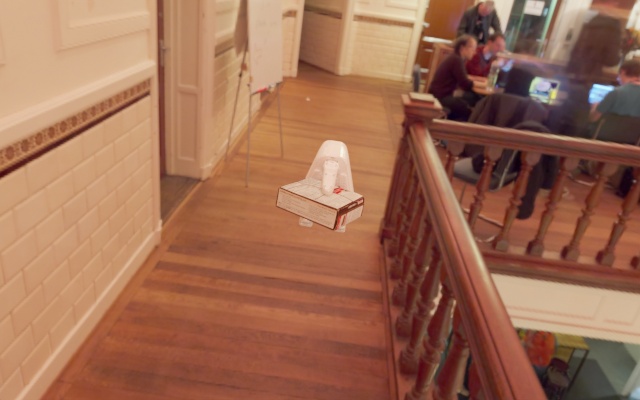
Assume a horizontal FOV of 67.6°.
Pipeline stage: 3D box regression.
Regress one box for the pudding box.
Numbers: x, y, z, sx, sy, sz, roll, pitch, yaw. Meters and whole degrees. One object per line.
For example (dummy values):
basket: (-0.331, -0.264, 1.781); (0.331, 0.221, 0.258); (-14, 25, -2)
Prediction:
pudding box: (0.000, 0.002, 0.754); (0.113, 0.039, 0.090); (20, 24, 27)
